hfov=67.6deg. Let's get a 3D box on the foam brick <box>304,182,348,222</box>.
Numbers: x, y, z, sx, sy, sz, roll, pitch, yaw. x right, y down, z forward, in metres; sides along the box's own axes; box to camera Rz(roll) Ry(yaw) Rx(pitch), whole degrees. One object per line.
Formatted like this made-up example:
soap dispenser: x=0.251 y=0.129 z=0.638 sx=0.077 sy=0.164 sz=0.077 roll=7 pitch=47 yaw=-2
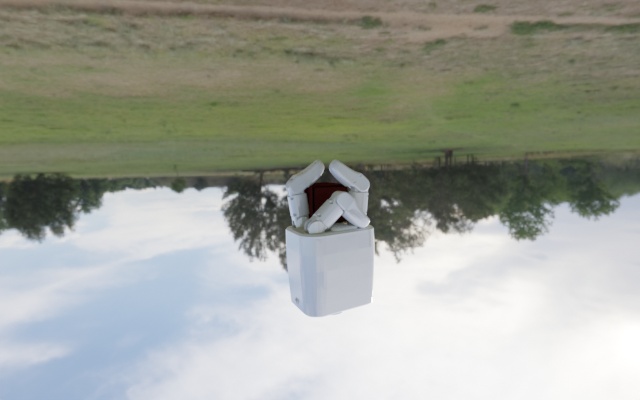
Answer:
foam brick: x=0.000 y=0.002 z=0.671 sx=0.053 sy=0.051 sz=0.078 roll=-4 pitch=6 yaw=-20
